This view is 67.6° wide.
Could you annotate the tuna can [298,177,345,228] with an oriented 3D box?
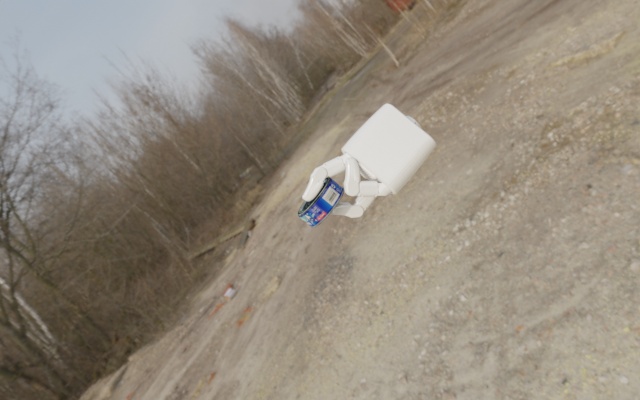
[{"bbox_3d":[0.000,0.002,0.803,0.034,0.086,0.086,39,-9,-11],"label":"tuna can"}]
